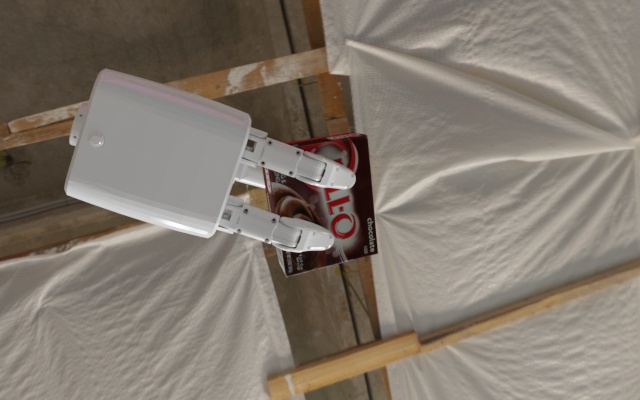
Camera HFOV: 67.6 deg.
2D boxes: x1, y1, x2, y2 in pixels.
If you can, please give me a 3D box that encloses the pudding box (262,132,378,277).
[{"bbox_3d":[0.000,0.001,0.423,0.090,0.113,0.039,-12,18,-16],"label":"pudding box"}]
